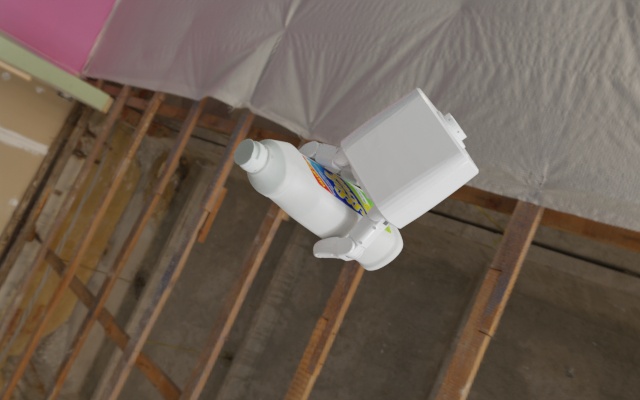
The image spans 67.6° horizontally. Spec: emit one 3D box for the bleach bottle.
[{"bbox_3d":[0.000,0.002,0.557,0.068,0.102,0.251,-38,-39,18],"label":"bleach bottle"}]
